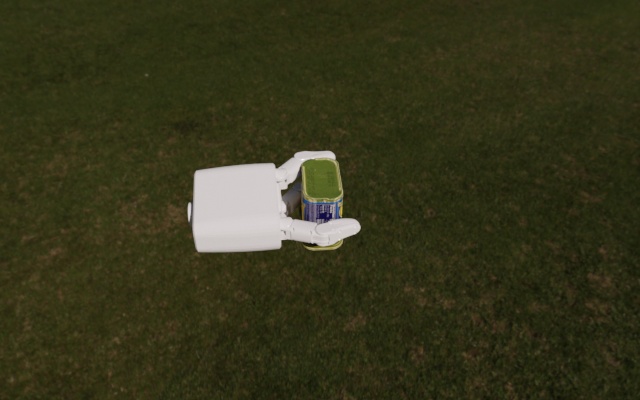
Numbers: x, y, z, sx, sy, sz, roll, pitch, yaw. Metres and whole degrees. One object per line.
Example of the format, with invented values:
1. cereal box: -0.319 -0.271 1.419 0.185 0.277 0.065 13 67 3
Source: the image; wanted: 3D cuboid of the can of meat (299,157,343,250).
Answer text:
1. can of meat: 0.000 0.002 0.647 0.057 0.084 0.102 -2 38 -4
